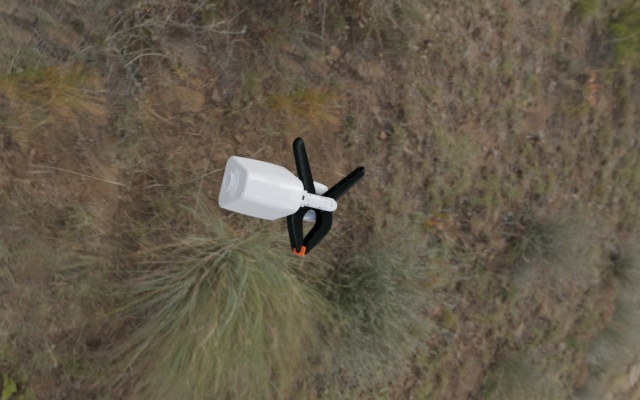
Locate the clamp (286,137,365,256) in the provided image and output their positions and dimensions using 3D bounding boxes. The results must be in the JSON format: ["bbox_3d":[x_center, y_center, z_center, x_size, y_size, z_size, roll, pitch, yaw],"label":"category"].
[{"bbox_3d":[0.000,0.003,0.894,0.164,0.210,0.036,13,-1,-30],"label":"clamp"}]
